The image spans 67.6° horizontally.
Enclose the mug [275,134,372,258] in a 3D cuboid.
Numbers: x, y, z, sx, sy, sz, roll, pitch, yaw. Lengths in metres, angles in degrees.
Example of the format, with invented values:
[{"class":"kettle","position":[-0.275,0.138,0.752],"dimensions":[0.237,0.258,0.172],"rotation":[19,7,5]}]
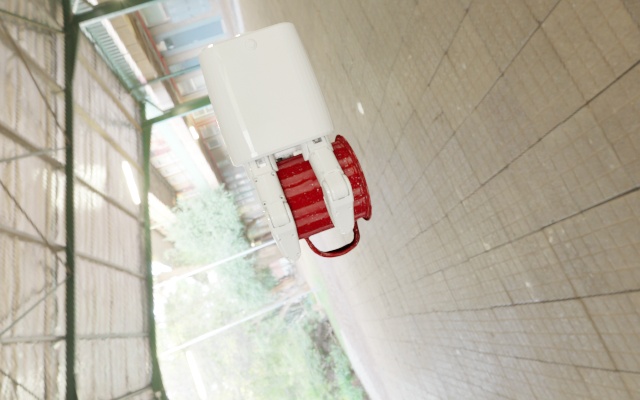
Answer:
[{"class":"mug","position":[0.000,0.003,0.483],"dimensions":[0.081,0.117,0.093],"rotation":[-20,5,-8]}]
